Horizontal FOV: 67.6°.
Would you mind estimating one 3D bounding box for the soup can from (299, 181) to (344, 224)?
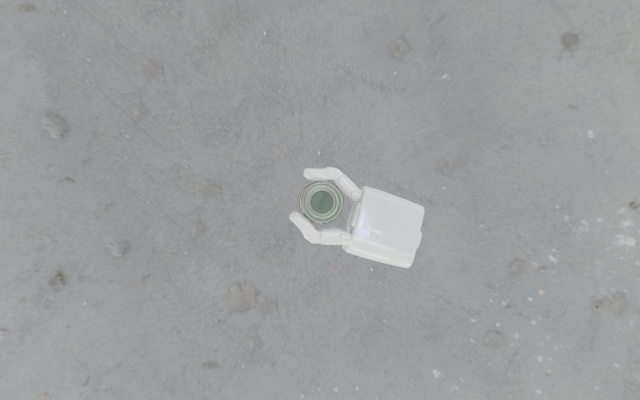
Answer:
[{"bbox_3d":[0.000,0.002,0.773,0.068,0.068,0.102,0,1,-3],"label":"soup can"}]
